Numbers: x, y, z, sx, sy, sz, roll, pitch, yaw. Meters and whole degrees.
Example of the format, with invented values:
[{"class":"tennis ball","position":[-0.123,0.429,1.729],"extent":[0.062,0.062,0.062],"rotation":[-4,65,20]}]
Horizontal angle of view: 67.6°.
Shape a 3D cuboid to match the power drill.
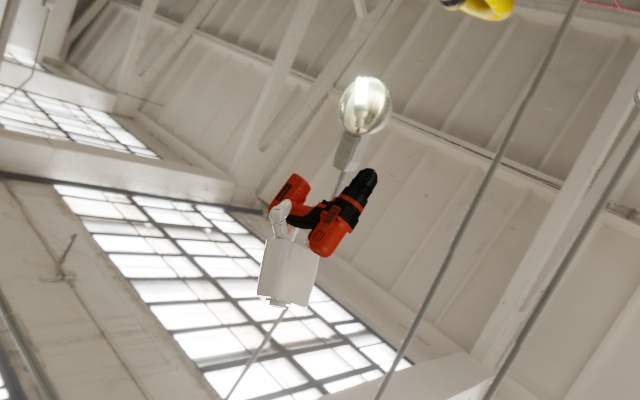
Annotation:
[{"class":"power drill","position":[0.000,0.003,0.892],"extent":[0.187,0.184,0.057],"rotation":[18,-23,48]}]
